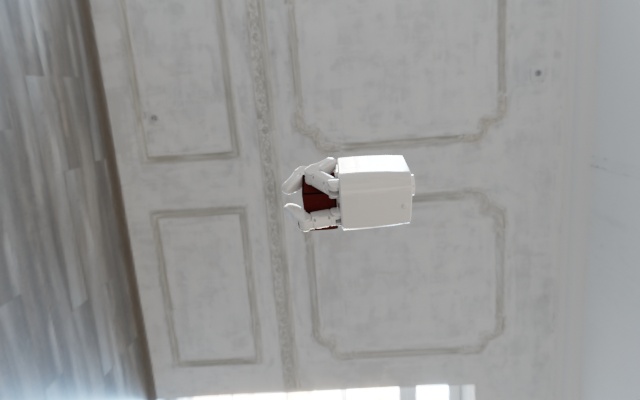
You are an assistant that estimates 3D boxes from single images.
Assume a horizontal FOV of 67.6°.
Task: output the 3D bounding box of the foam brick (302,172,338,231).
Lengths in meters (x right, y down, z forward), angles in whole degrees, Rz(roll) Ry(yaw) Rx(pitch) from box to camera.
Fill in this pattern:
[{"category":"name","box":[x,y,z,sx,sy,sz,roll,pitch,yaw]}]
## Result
[{"category":"foam brick","box":[0.000,0.003,0.755,0.051,0.078,0.053,-4,40,2]}]
